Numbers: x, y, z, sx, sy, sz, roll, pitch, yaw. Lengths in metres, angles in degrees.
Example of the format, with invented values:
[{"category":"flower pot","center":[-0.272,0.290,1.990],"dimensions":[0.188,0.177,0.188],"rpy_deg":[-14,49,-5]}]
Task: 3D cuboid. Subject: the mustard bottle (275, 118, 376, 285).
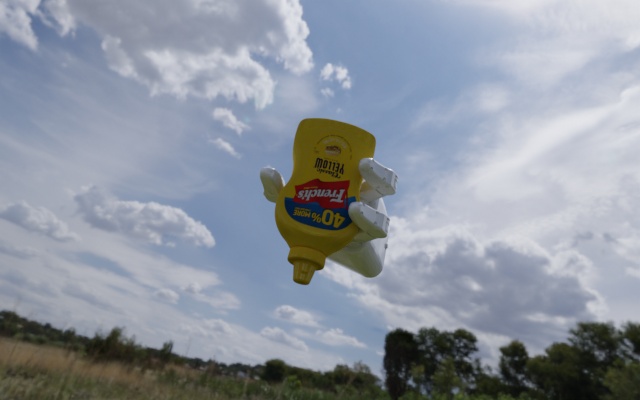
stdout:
[{"category":"mustard bottle","center":[0.000,0.001,0.539],"dimensions":[0.096,0.191,0.058],"rpy_deg":[14,-24,-1]}]
